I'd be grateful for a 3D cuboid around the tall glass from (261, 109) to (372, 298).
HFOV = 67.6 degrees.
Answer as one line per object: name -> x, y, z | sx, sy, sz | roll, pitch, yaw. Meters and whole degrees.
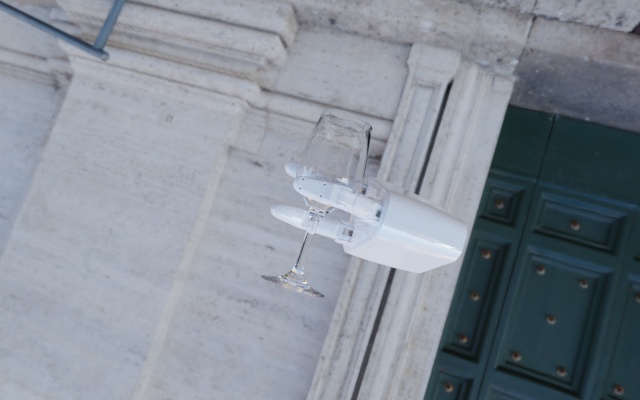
tall glass -> 0.000, 0.002, 0.540 | 0.079, 0.201, 0.079 | 18, -7, 2
